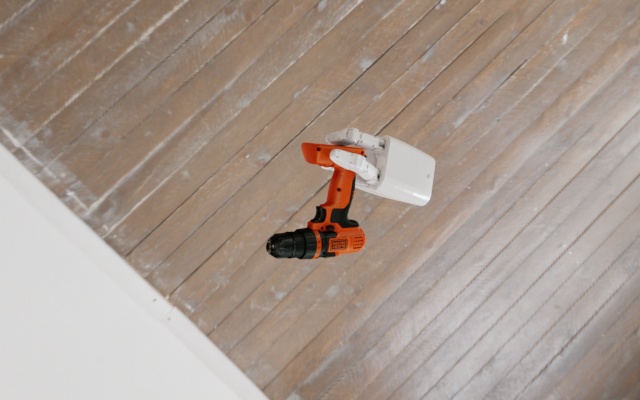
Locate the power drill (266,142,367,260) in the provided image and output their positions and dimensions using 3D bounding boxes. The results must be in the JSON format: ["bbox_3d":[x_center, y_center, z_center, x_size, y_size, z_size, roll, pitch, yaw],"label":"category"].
[{"bbox_3d":[0.000,0.002,0.772,0.184,0.188,0.057,-2,12,-36],"label":"power drill"}]
